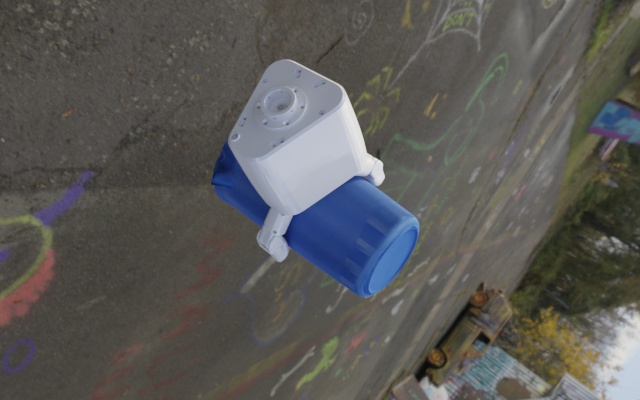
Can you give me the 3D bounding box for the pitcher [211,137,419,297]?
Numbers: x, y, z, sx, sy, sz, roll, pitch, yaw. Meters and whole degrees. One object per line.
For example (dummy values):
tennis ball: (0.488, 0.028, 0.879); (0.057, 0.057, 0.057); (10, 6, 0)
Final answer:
pitcher: (0.000, 0.002, 0.587); (0.242, 0.149, 0.145); (35, -14, 27)
